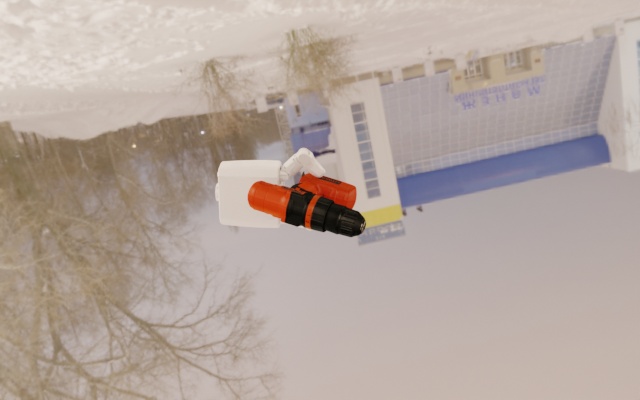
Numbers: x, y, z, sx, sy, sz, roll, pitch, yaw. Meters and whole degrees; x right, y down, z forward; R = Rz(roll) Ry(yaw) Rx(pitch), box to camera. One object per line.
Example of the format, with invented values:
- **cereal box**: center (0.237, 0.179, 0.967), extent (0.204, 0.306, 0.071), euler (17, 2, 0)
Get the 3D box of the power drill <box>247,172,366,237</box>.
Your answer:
- **power drill**: center (0.000, 0.002, 0.767), extent (0.184, 0.057, 0.187), euler (18, 12, 15)
